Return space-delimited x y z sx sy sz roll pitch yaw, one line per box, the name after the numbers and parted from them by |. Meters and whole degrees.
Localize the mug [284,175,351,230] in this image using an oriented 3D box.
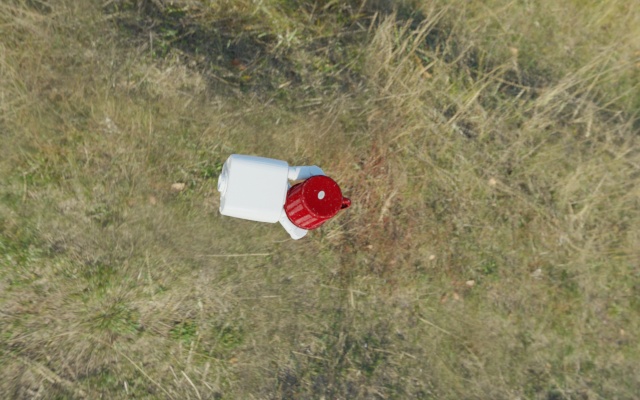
0.002 0.003 0.870 0.117 0.093 0.081 7 -15 -21 | mug
